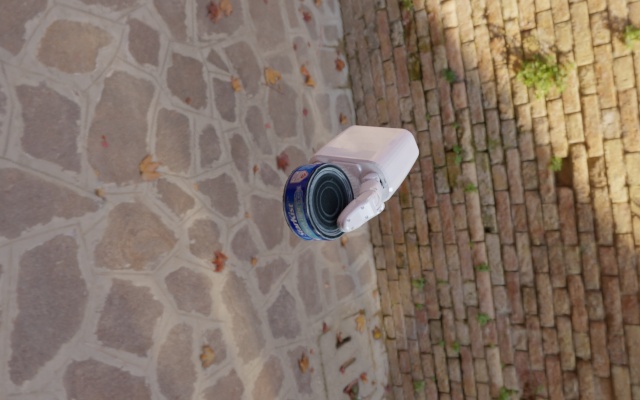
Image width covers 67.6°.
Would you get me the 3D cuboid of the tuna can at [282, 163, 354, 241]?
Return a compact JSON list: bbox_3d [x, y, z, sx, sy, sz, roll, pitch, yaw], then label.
[{"bbox_3d":[0.000,0.002,0.522,0.034,0.086,0.086,-3,-2,40],"label":"tuna can"}]
